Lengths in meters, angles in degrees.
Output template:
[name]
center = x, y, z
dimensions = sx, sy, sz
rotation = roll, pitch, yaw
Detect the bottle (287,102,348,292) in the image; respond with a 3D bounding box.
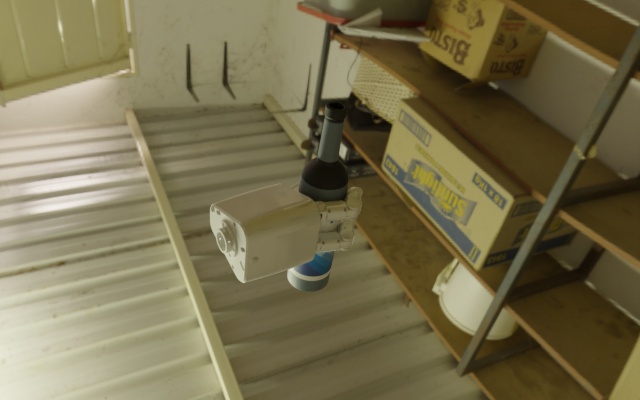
[bottle]
center = 0.000, 0.002, 0.672
dimensions = 0.069, 0.296, 0.069
rotation = 6, 35, -5
